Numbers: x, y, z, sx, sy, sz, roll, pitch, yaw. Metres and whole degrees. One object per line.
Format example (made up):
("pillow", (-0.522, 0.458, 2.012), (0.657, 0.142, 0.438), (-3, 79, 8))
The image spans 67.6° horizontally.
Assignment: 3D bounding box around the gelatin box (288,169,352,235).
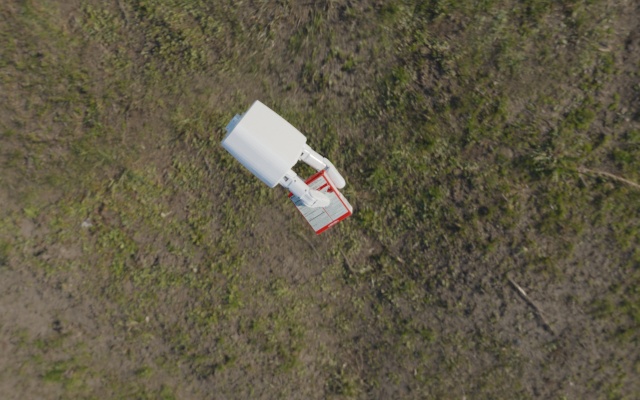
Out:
("gelatin box", (0.000, 0.003, 0.812), (0.073, 0.089, 0.030), (-33, 14, 16))
